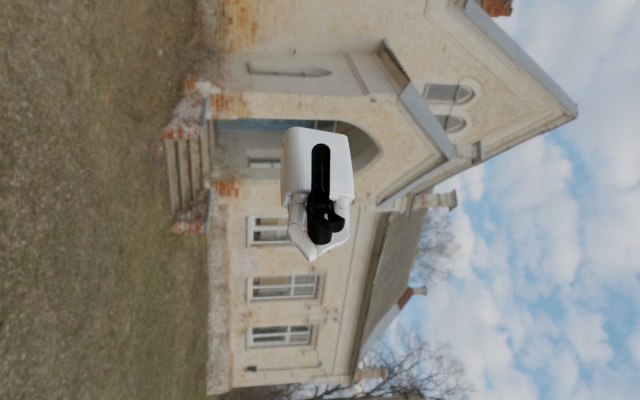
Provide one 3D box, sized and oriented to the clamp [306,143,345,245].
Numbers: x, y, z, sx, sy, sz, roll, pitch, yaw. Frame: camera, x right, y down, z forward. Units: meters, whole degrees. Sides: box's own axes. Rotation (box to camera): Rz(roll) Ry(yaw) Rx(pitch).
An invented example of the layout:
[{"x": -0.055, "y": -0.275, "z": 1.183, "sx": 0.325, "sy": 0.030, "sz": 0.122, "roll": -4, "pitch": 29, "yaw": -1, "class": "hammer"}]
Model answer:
[{"x": 0.001, "y": 0.002, "z": 0.652, "sx": 0.039, "sy": 0.120, "sz": 0.171, "roll": 0, "pitch": -18, "yaw": -11, "class": "clamp"}]
